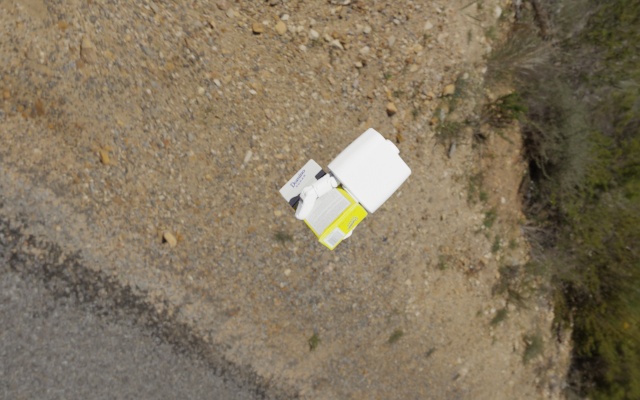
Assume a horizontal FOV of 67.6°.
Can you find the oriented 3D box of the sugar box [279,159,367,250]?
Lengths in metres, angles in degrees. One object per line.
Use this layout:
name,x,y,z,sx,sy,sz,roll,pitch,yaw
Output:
sugar box,0.001,0.003,0.876,0.048,0.093,0.176,44,3,-39
